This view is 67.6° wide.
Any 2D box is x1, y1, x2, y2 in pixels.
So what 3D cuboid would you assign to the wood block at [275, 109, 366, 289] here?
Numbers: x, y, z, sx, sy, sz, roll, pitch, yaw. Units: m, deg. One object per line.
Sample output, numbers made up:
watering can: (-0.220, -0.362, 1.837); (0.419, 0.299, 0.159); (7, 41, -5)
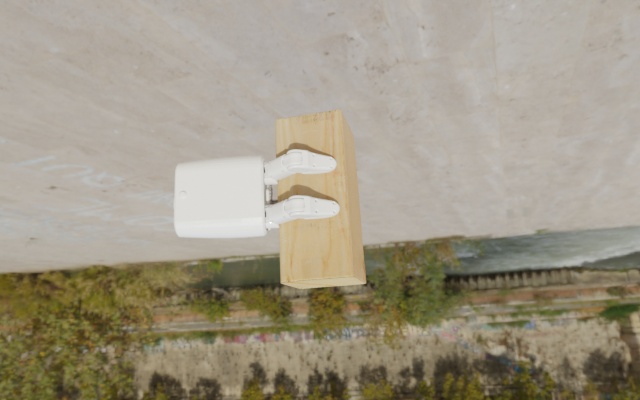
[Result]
wood block: (0.000, 0.002, 0.608); (0.090, 0.206, 0.091); (-7, -16, 12)
